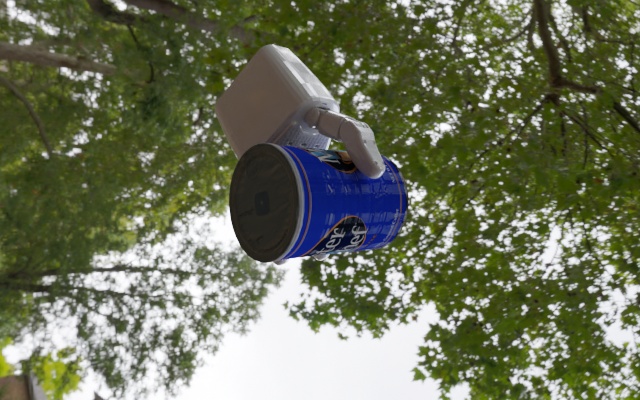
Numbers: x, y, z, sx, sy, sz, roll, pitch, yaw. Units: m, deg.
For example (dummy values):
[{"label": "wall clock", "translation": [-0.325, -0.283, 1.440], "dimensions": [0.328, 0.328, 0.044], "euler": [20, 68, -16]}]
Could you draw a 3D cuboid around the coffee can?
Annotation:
[{"label": "coffee can", "translation": [0.000, 0.002, 0.454], "dimensions": [0.140, 0.103, 0.103], "euler": [-1, 0, -42]}]
